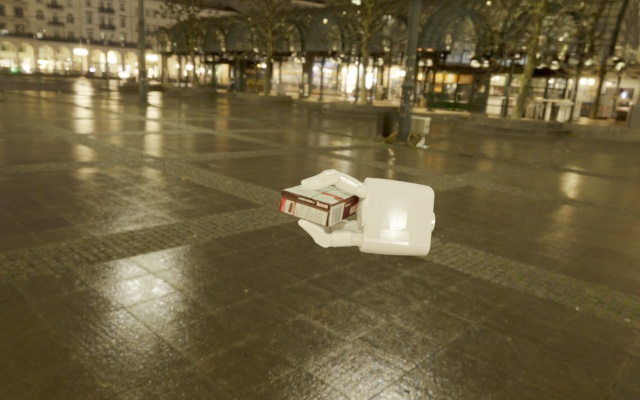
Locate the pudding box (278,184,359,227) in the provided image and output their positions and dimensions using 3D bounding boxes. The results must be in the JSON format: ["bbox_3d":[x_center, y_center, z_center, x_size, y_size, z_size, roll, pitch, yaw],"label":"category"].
[{"bbox_3d":[0.000,0.002,0.760,0.090,0.039,0.113,16,15,24],"label":"pudding box"}]
